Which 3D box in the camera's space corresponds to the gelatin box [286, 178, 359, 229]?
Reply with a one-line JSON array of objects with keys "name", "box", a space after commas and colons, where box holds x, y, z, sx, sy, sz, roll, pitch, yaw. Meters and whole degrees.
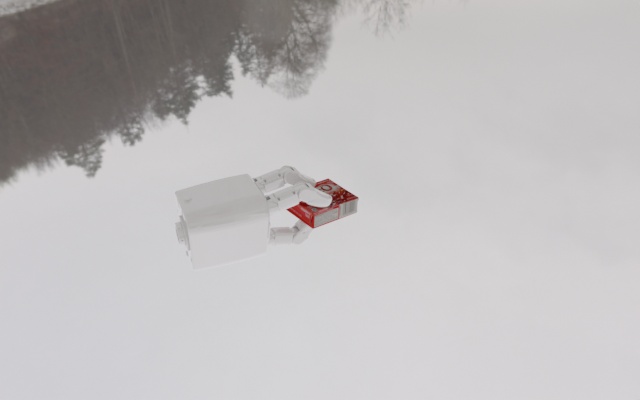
[{"name": "gelatin box", "box": [0.000, 0.003, 0.711, 0.089, 0.030, 0.073, -18, 36, -34]}]
